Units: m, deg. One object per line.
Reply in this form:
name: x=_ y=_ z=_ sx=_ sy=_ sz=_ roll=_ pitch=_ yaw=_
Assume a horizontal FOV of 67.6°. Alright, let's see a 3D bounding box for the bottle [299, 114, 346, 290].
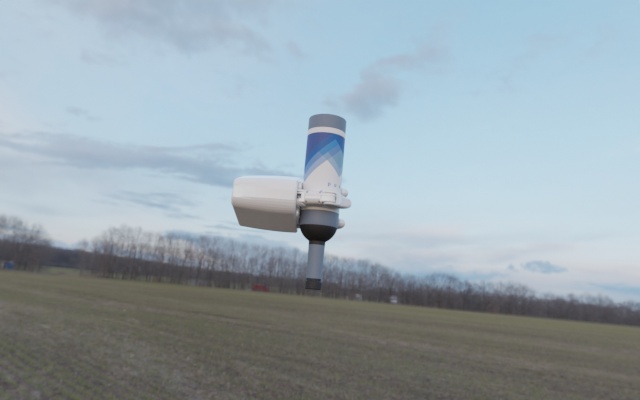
bottle: x=0.000 y=0.002 z=0.815 sx=0.069 sy=0.295 sz=0.069 roll=5 pitch=-11 yaw=1
